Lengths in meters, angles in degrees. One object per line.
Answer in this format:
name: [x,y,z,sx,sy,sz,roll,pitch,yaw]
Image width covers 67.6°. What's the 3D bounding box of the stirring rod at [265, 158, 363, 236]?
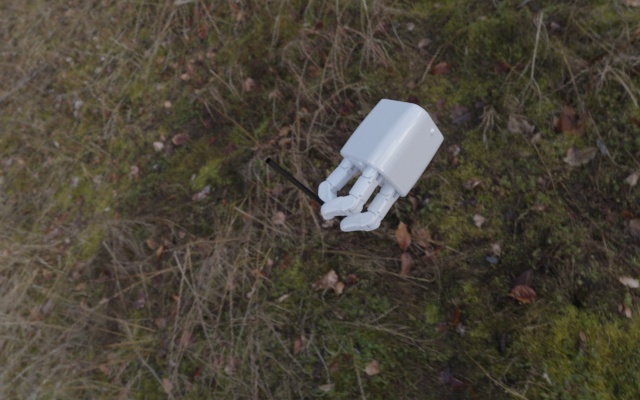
stirring rod: [0.000,0.002,0.672,0.011,0.011,0.240,0,-25,36]
